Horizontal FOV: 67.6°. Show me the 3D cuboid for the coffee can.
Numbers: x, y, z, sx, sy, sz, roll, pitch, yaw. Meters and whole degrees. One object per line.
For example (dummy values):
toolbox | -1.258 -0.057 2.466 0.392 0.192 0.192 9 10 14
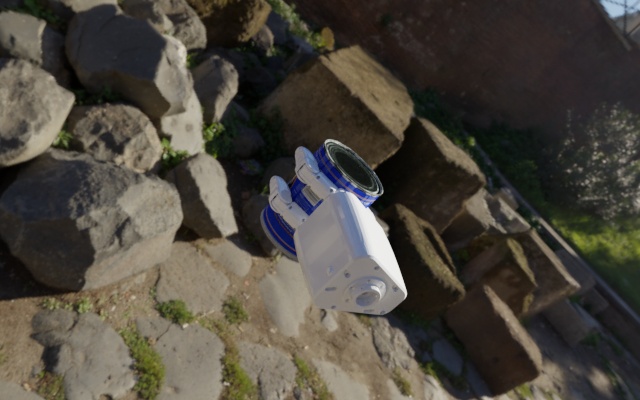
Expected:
coffee can | 0.000 0.002 0.651 0.140 0.102 0.103 -47 -22 23
